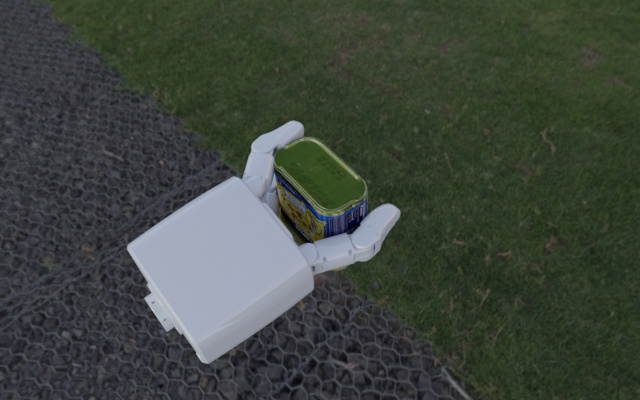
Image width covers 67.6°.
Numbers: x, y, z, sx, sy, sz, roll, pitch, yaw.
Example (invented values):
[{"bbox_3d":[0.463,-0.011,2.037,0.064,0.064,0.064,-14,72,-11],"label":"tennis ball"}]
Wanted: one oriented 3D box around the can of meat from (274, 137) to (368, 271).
[{"bbox_3d":[0.000,0.001,0.448,0.057,0.084,0.102,-31,55,-21],"label":"can of meat"}]
